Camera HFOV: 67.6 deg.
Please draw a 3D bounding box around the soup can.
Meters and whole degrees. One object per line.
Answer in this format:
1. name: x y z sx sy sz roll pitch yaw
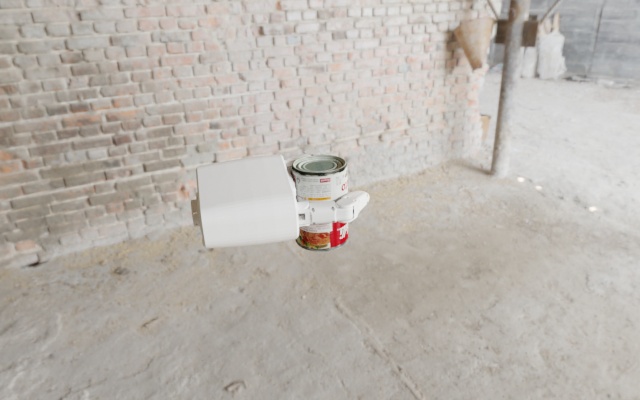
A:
1. soup can: 0.001 0.002 0.586 0.068 0.102 0.068 -2 24 1
